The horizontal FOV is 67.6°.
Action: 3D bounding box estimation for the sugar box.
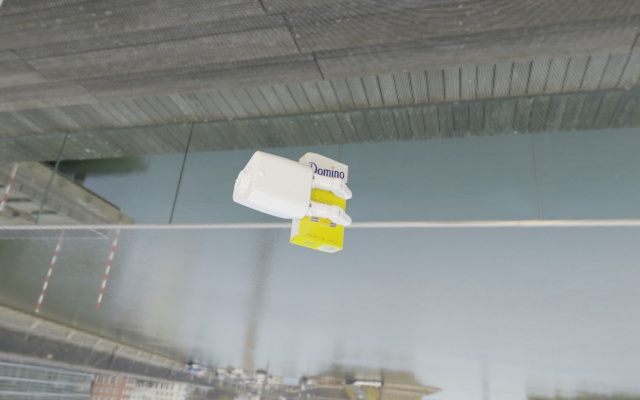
[{"bbox_3d":[0.000,0.003,0.899,0.093,0.176,0.048,18,-26,-26],"label":"sugar box"}]
